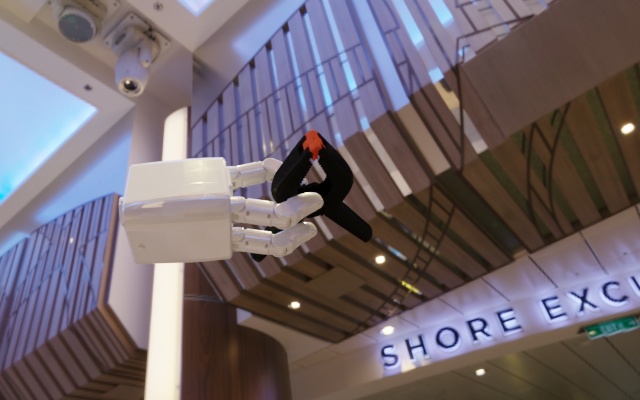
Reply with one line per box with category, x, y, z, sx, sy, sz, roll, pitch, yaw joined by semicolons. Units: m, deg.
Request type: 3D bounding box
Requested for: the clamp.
clamp;0.000;0.001;0.571;0.164;0.036;0.210;-6;-38;-15
